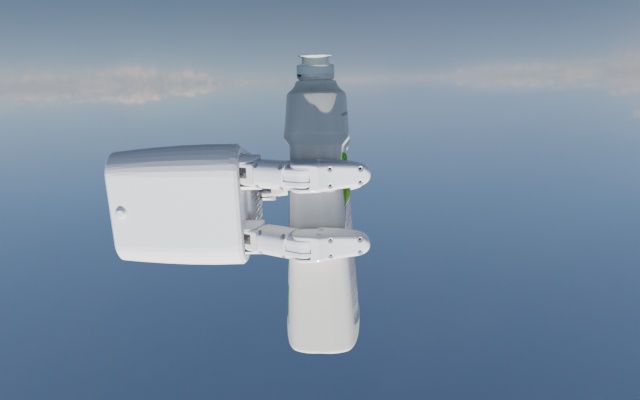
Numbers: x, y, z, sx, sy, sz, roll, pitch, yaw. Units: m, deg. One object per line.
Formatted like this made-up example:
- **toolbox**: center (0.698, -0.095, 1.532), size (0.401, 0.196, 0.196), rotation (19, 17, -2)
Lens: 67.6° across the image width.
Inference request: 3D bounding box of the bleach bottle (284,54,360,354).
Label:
- **bleach bottle**: center (0.000, 0.001, 0.426), size (0.068, 0.251, 0.102), rotation (-1, 14, 4)
